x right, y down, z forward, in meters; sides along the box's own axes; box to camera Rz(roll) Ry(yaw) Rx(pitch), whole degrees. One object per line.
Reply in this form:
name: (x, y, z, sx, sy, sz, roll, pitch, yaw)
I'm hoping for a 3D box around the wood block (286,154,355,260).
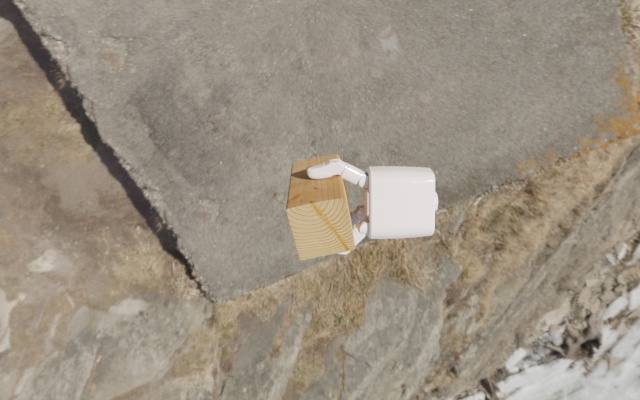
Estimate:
wood block: (0.000, 0.002, 0.799, 0.090, 0.091, 0.206, -11, 23, 4)
